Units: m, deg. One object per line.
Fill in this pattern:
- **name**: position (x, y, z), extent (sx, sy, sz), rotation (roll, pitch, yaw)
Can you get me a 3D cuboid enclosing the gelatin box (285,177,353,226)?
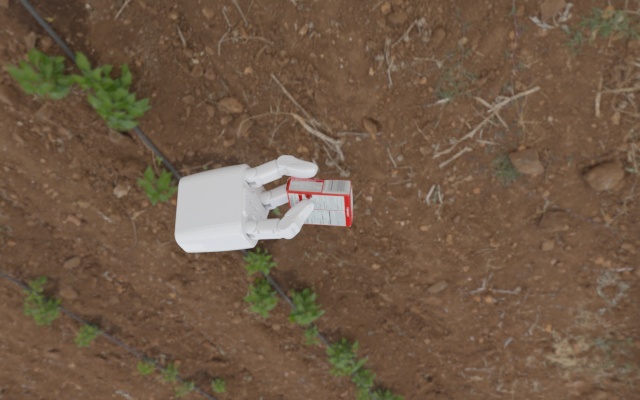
- **gelatin box**: position (0.000, 0.003, 0.670), extent (0.089, 0.030, 0.073), rotation (3, -38, 9)
